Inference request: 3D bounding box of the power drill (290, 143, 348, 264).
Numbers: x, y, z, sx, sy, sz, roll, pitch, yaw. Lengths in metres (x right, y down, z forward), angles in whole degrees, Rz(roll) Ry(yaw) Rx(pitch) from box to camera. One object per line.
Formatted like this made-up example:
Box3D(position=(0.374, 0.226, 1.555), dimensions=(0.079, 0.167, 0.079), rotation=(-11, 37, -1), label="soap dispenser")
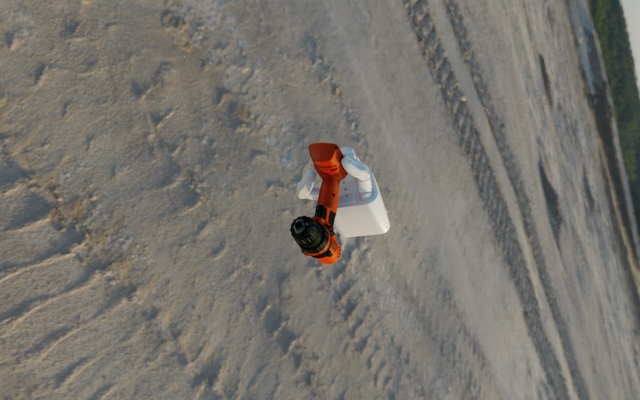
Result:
Box3D(position=(0.000, 0.002, 0.799), dimensions=(0.057, 0.187, 0.184), rotation=(4, -18, 15), label="power drill")
